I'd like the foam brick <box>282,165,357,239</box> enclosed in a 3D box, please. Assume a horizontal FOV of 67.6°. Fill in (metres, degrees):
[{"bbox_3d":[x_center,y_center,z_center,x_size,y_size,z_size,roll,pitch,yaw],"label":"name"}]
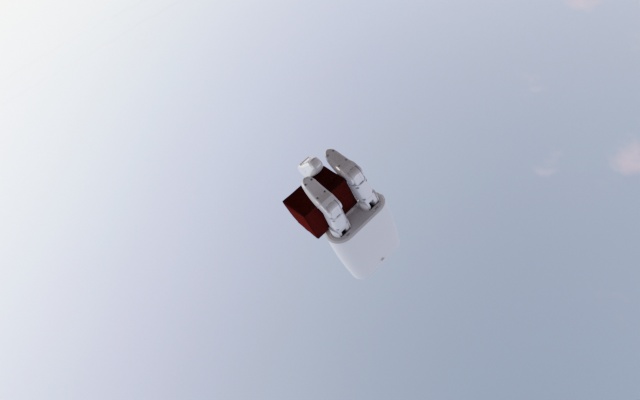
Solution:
[{"bbox_3d":[0.000,0.002,0.646,0.053,0.078,0.051,36,-17,43],"label":"foam brick"}]
